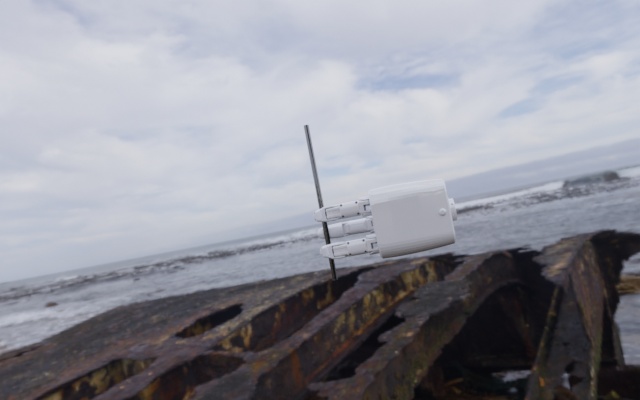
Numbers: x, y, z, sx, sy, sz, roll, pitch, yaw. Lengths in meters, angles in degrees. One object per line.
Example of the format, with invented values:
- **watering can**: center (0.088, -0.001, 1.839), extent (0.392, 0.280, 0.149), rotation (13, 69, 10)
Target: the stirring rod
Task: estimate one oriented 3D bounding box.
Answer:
- **stirring rod**: center (0.000, 0.002, 0.730), extent (0.011, 0.239, 0.011), rotation (-11, -3, -1)
